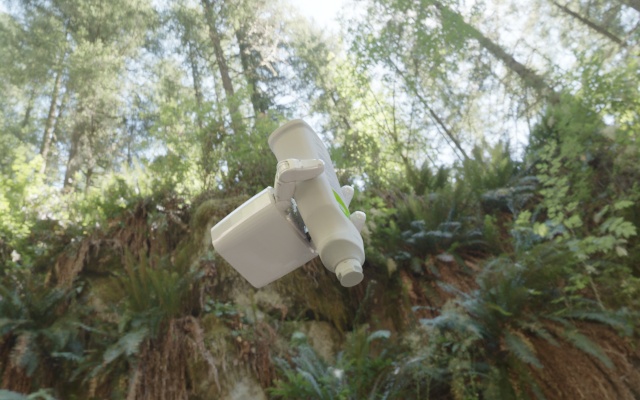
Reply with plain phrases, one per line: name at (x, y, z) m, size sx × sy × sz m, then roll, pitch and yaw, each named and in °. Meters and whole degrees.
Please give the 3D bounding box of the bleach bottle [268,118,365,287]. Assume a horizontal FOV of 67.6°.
bleach bottle at (0.000, 0.002, 0.634) m, size 0.068 × 0.250 × 0.103 m, roll -32°, pitch -45°, yaw 12°
